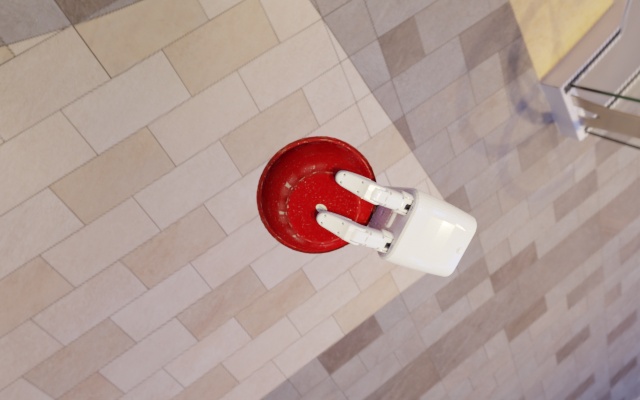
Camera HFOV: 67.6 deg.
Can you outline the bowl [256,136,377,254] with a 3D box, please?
[{"bbox_3d":[-0.001,0.002,0.605,0.162,0.162,0.055,0,16,-8],"label":"bowl"}]
